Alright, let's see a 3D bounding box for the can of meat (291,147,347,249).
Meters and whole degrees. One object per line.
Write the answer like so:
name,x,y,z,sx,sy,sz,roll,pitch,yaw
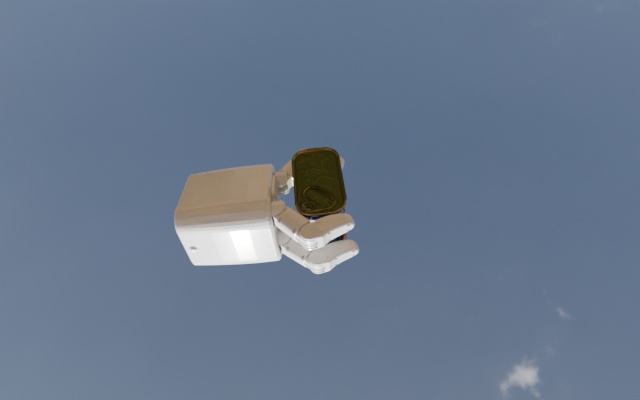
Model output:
can of meat,0.000,0.002,0.573,0.057,0.102,0.084,-7,-40,-1
